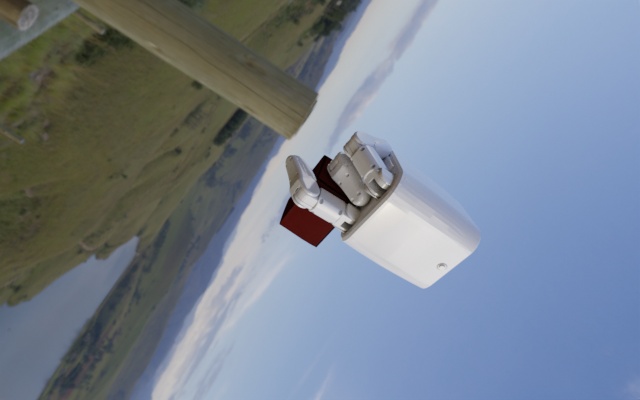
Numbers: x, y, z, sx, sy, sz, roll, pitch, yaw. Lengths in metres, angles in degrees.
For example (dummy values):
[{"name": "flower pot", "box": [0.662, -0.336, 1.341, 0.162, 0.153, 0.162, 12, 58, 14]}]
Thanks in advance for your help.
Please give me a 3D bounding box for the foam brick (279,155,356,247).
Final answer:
[{"name": "foam brick", "box": [0.000, 0.002, 0.519, 0.051, 0.078, 0.053, 34, 34, -11]}]
